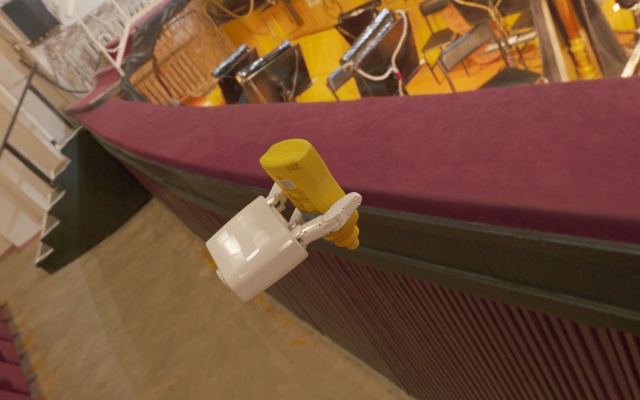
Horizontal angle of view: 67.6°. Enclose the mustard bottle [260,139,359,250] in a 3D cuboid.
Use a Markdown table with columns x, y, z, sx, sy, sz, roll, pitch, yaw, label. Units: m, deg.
| x | y | z | sx | sy | sz | roll | pitch | yaw | label |
| --- | --- | --- | --- | --- | --- | --- | --- | --- | --- |
| 0.000 | 0.002 | 0.674 | 0.096 | 0.058 | 0.192 | 5 | -41 | 50 | mustard bottle |
